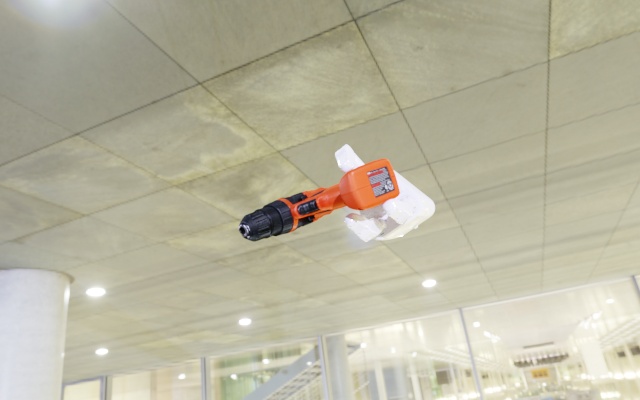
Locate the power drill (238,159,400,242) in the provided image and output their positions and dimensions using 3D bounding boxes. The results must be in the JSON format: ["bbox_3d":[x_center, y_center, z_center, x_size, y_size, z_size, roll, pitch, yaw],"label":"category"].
[{"bbox_3d":[0.001,0.002,0.664,0.188,0.057,0.184,-18,3,43],"label":"power drill"}]
